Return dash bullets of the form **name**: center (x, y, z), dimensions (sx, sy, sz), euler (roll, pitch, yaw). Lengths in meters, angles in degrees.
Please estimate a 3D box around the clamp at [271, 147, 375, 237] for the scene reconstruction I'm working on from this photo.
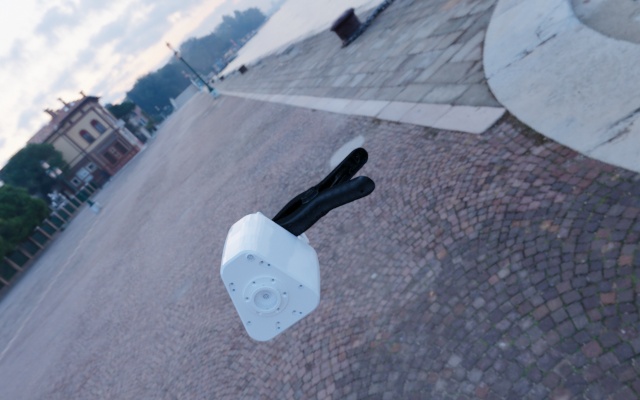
- **clamp**: center (0.000, 0.002, 0.606), dimensions (0.171, 0.039, 0.120), euler (-40, 13, 8)
